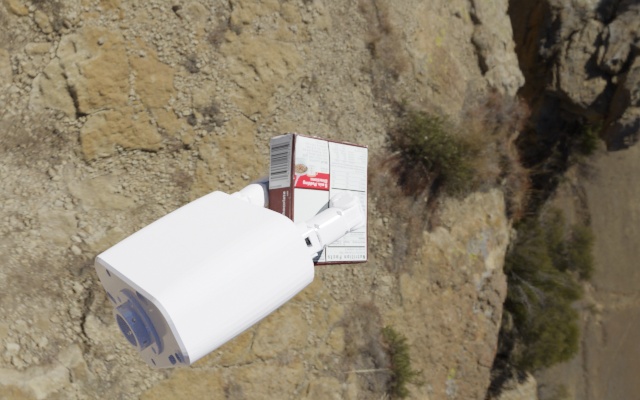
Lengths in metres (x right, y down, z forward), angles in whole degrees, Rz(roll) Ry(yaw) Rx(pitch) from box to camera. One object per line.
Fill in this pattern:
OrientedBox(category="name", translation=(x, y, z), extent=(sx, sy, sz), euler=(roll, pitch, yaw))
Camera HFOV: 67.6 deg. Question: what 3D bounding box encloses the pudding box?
OrientedBox(category="pudding box", translation=(0.000, 0.001, 0.427), extent=(0.090, 0.113, 0.039), euler=(5, -4, -40))
